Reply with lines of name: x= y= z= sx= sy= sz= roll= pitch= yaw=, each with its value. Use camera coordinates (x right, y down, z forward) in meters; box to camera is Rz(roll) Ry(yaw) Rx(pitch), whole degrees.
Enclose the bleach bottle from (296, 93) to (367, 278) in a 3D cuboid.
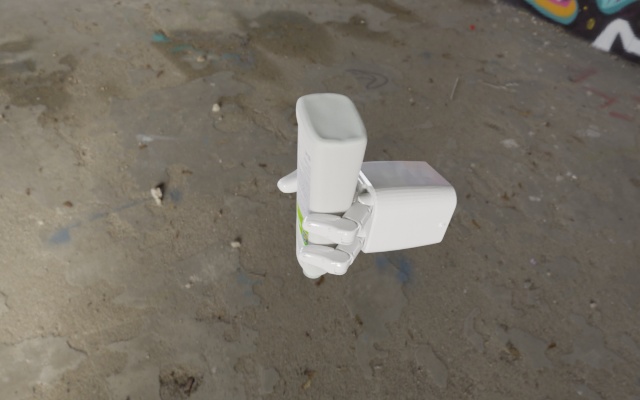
bleach bottle: x=0.000 y=0.002 z=0.590 sx=0.068 sy=0.251 sz=0.102 roll=-5 pitch=45 yaw=-13
